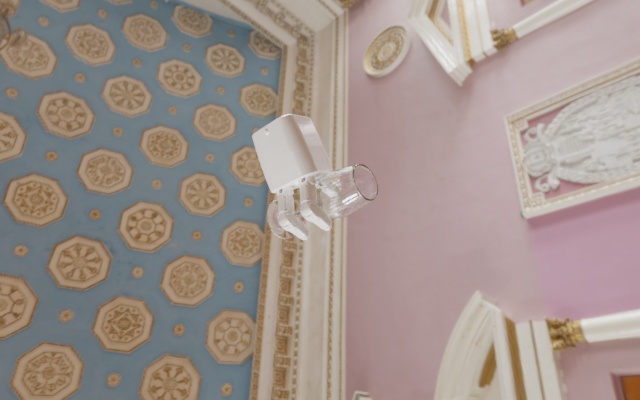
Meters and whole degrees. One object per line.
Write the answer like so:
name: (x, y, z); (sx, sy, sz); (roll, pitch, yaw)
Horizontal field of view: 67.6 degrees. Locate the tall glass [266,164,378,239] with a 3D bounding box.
tall glass: (0.000, 0.003, 0.811); (0.201, 0.079, 0.079); (-24, -15, 39)
